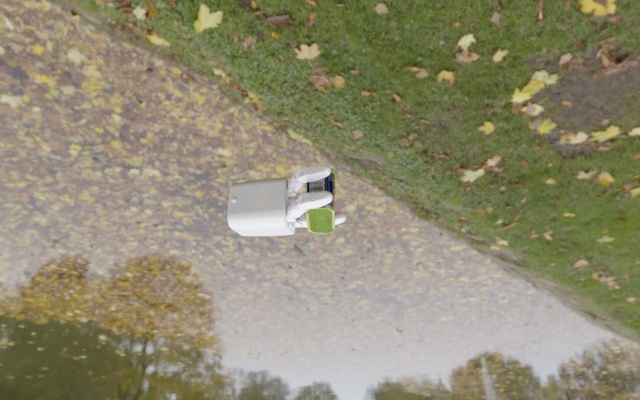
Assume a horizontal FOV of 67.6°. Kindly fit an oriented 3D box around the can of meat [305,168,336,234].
[{"bbox_3d":[0.000,0.003,0.875,0.057,0.084,0.102,-1,-32,2],"label":"can of meat"}]
